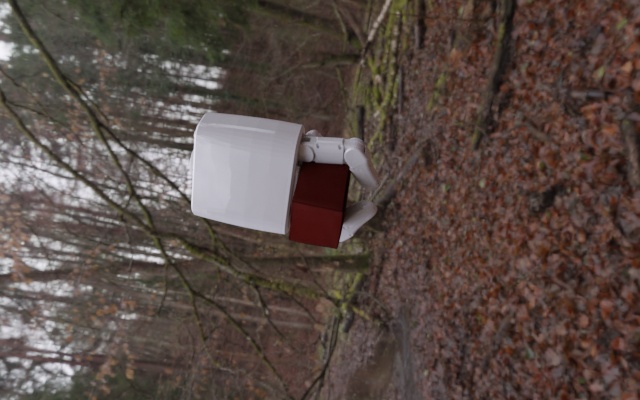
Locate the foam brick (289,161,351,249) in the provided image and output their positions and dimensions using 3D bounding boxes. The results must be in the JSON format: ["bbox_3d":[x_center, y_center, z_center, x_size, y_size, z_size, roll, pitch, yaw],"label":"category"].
[{"bbox_3d":[0.000,0.002,0.484,0.051,0.053,0.078,10,39,1],"label":"foam brick"}]
